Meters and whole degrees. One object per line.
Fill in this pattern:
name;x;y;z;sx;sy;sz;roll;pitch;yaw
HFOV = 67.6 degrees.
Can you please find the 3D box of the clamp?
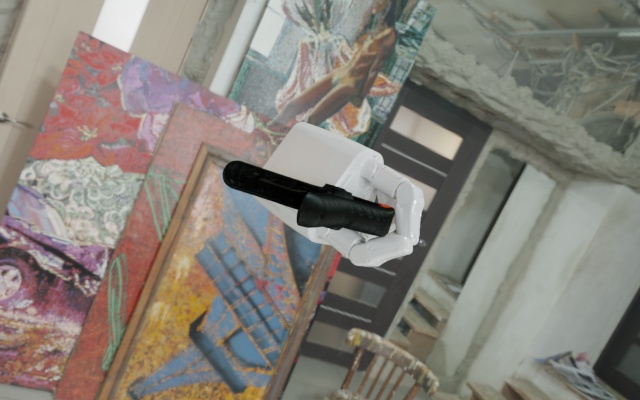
clamp;0.000;0.001;0.423;0.120;0.039;0.171;31;9;37
